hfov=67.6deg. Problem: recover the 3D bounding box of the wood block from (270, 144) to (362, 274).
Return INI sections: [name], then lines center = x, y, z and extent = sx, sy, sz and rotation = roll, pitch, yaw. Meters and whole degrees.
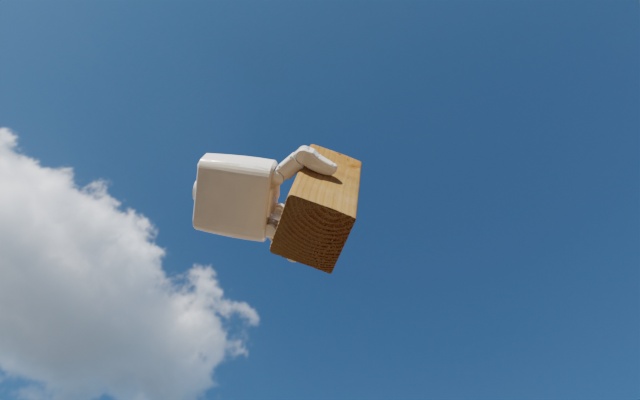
[wood block]
center = 0.000, 0.002, 0.690
extent = 0.090, 0.091, 0.206
rotation = 20, 25, -2
